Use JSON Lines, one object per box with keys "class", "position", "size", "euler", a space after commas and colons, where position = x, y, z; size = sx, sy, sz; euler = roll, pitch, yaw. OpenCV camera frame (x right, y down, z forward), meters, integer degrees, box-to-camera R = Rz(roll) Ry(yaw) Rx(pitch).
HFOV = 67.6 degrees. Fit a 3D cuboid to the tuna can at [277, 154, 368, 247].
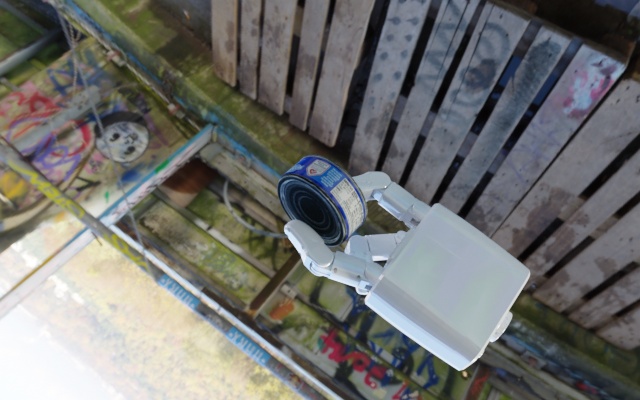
{"class": "tuna can", "position": [0.000, 0.002, 0.450], "size": [0.033, 0.086, 0.086], "euler": [-43, 25, -30]}
